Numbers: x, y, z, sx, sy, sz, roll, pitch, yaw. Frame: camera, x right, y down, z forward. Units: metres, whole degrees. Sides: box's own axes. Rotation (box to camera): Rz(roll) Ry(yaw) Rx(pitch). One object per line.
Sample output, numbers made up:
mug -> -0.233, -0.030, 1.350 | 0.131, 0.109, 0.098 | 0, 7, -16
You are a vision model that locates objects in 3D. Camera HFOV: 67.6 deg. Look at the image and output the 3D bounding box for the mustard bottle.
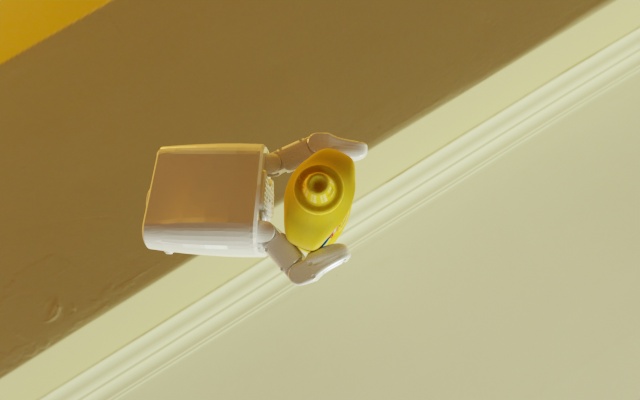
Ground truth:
mustard bottle -> 0.000, 0.002, 0.456 | 0.058, 0.096, 0.192 | 25, -7, 6
